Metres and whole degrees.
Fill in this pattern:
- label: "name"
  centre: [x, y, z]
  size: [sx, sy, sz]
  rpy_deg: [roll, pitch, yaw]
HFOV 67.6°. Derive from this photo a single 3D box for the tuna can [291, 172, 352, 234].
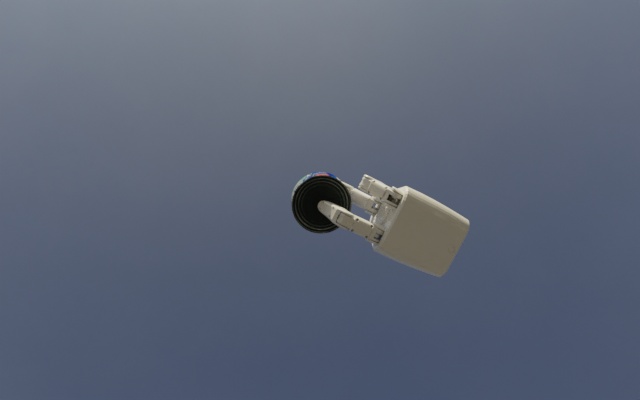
- label: "tuna can"
  centre: [0.000, 0.002, 0.693]
  size: [0.086, 0.086, 0.033]
  rpy_deg: [0, 14, -7]
